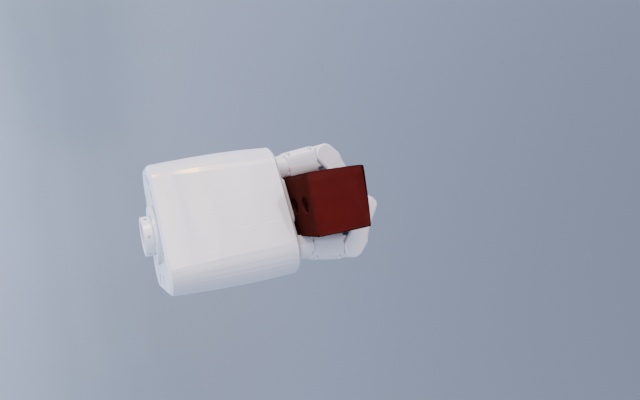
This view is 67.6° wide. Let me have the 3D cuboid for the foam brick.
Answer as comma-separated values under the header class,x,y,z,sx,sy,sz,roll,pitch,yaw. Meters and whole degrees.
class,x,y,z,sx,sy,sz,roll,pitch,yaw
foam brick,0.000,0.001,0.412,0.051,0.053,0.078,-9,1,-26
